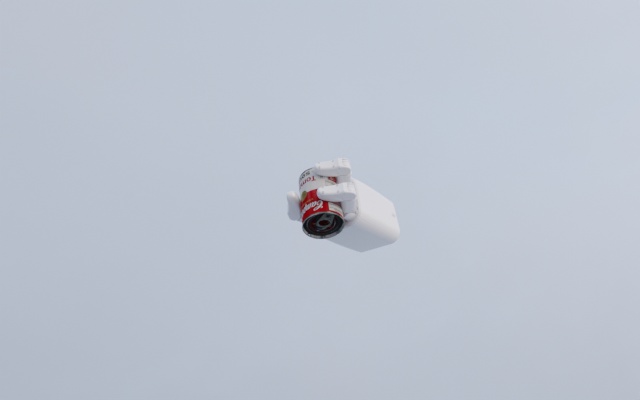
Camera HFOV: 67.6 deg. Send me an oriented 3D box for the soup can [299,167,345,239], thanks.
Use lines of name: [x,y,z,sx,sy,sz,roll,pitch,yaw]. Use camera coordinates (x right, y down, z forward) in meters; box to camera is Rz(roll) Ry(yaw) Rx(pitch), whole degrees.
soup can: [0.000,0.002,0.784,0.068,0.102,0.069,-4,-40,-3]
